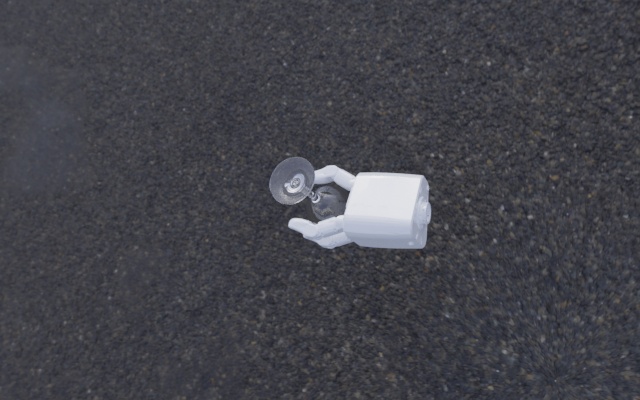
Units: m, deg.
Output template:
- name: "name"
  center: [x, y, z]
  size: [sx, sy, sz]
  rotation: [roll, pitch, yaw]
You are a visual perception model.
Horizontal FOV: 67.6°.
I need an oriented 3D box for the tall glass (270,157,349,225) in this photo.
- name: "tall glass"
  center: [0.000, 0.002, 0.777]
  size: [0.079, 0.079, 0.201]
  rotation: [0, -19, 26]
